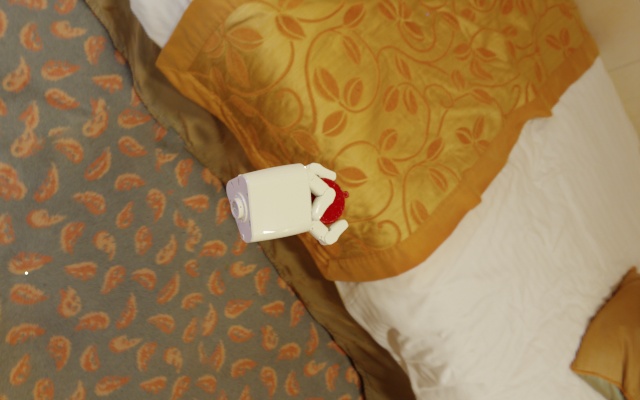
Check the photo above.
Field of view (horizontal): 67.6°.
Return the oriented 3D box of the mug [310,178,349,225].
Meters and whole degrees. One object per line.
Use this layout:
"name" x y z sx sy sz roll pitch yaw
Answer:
"mug" 0.001 0.003 0.856 0.117 0.093 0.081 -13 -1 -31
